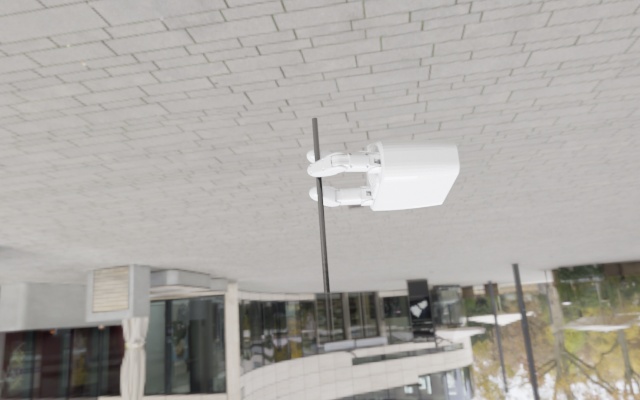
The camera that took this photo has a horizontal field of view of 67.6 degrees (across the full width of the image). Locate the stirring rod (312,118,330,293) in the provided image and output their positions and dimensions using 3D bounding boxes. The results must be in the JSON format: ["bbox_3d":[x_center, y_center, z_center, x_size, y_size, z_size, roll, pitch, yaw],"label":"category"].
[{"bbox_3d":[0.000,0.002,0.642,0.011,0.239,0.011,-4,-13,-1],"label":"stirring rod"}]
